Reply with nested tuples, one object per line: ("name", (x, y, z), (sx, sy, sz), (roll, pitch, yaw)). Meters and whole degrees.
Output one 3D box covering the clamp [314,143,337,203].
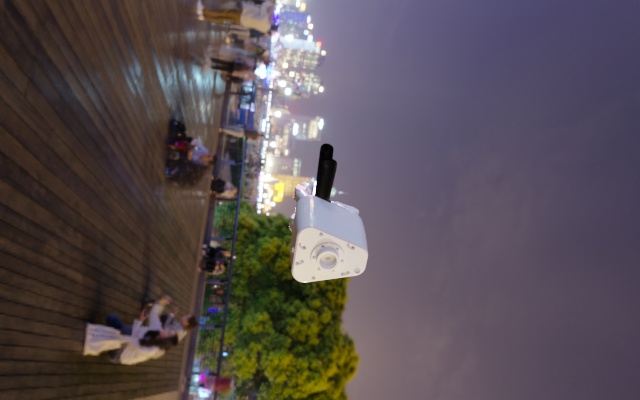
("clamp", (0.001, 0.003, 0.850), (0.036, 0.210, 0.164), (8, 22, -2))
